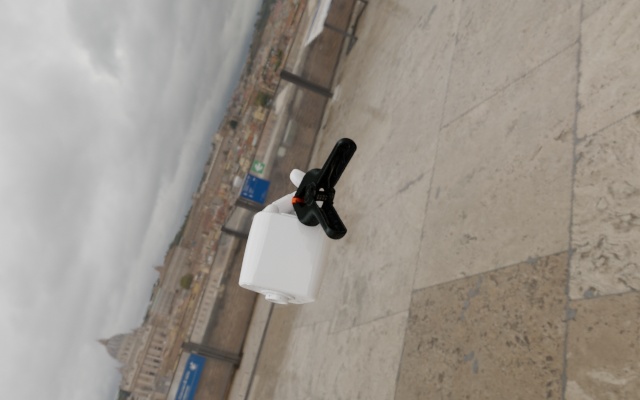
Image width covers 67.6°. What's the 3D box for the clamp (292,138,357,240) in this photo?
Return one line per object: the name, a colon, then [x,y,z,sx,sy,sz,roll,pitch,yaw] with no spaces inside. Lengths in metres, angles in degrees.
clamp: [-0.001,0.002,0.617,0.039,0.120,0.171,16,-20,-15]
